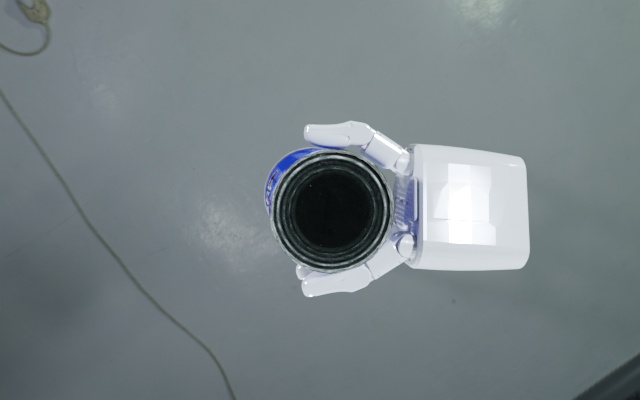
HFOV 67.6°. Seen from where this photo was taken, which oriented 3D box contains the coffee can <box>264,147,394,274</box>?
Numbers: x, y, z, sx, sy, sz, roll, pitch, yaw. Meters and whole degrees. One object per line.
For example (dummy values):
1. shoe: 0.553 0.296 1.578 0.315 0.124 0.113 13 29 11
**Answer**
1. coffee can: 0.000 0.001 0.452 0.103 0.103 0.140 0 7 -8
